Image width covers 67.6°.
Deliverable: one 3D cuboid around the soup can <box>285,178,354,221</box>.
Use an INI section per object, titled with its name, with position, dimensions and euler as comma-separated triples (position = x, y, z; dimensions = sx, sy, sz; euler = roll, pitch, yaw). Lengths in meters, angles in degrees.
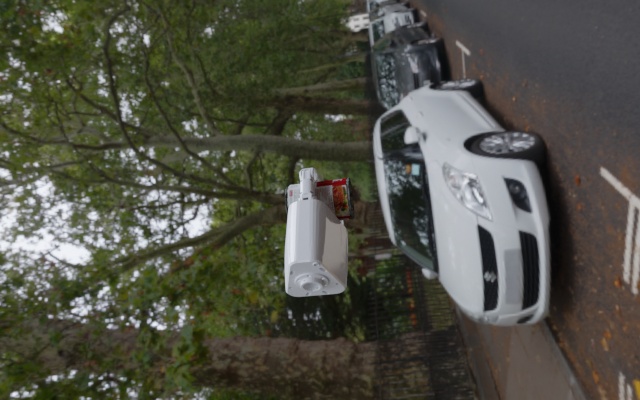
[soup can]
position = 0.000, 0.002, 0.772
dimensions = 0.102, 0.068, 0.068
euler = -7, -1, 9
